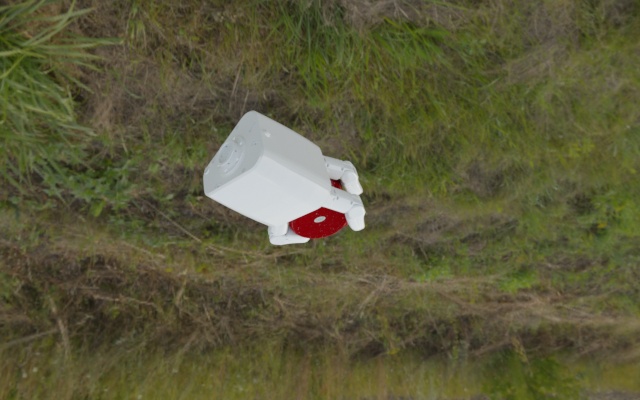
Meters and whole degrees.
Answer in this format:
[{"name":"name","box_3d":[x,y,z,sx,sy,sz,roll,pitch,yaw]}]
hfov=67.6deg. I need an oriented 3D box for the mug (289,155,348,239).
[{"name":"mug","box_3d":[0.001,0.003,0.661,0.117,0.081,0.093,27,-54,-39]}]
